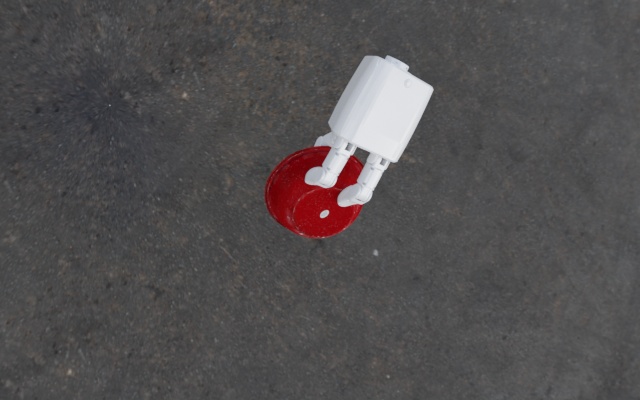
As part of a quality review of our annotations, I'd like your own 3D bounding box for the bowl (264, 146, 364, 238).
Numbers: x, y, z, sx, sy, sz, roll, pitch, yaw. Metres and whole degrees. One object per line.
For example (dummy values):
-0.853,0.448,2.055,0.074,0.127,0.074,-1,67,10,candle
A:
0.000,0.004,0.706,0.162,0.162,0.055,0,36,-13,bowl
